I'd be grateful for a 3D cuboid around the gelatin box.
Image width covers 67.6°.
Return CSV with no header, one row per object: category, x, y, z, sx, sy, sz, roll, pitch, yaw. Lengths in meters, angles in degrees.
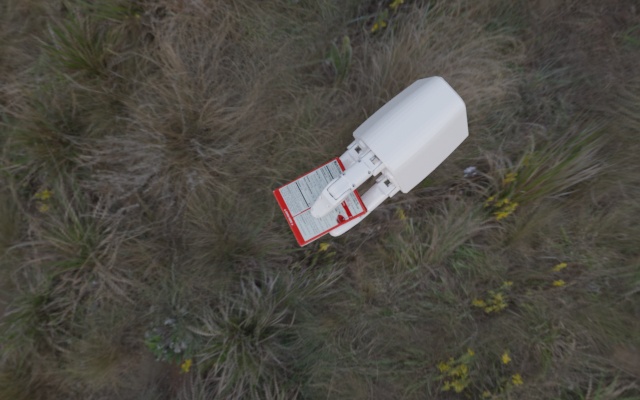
gelatin box,0.000,0.002,0.562,0.089,0.073,0.030,-28,-5,2
